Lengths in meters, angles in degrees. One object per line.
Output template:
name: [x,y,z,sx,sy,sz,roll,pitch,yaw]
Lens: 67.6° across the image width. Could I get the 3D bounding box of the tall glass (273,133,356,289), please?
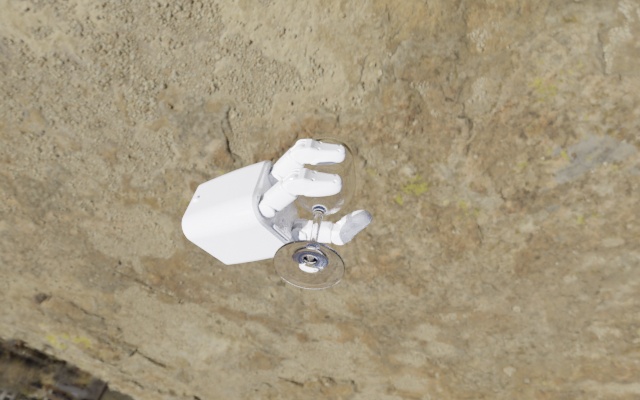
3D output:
tall glass: [0.000,0.002,0.559,0.079,0.079,0.200,0,41,10]
